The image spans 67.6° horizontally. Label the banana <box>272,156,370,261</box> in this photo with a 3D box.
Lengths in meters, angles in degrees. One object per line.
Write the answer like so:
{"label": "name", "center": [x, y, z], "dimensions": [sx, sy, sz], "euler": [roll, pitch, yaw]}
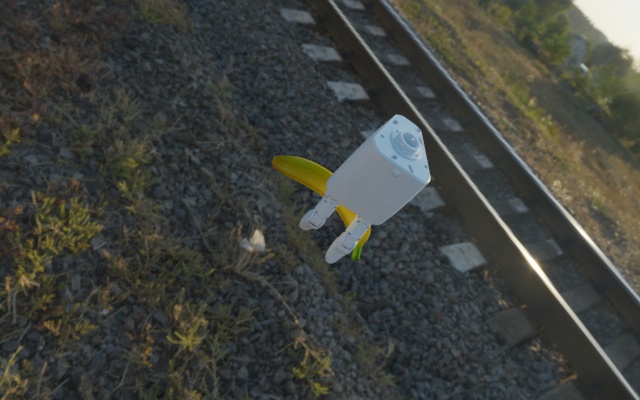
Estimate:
{"label": "banana", "center": [0.014, -0.005, 0.719], "dimensions": [0.069, 0.198, 0.037], "euler": [-42, 1, -35]}
